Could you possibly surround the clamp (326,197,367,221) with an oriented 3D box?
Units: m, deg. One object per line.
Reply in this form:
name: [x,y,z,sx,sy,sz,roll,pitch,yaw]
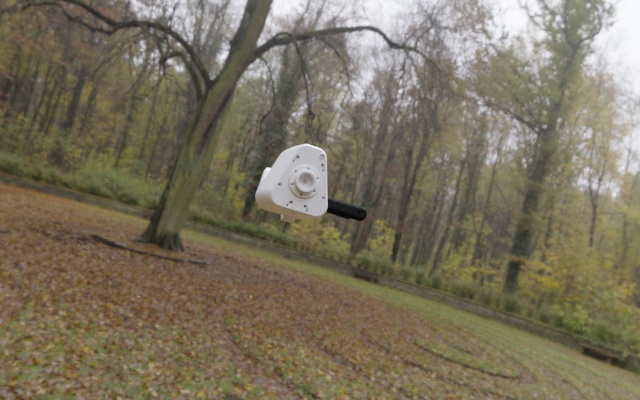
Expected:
clamp: [0.000,0.002,0.855,0.171,0.039,0.120,17,-8,-17]
